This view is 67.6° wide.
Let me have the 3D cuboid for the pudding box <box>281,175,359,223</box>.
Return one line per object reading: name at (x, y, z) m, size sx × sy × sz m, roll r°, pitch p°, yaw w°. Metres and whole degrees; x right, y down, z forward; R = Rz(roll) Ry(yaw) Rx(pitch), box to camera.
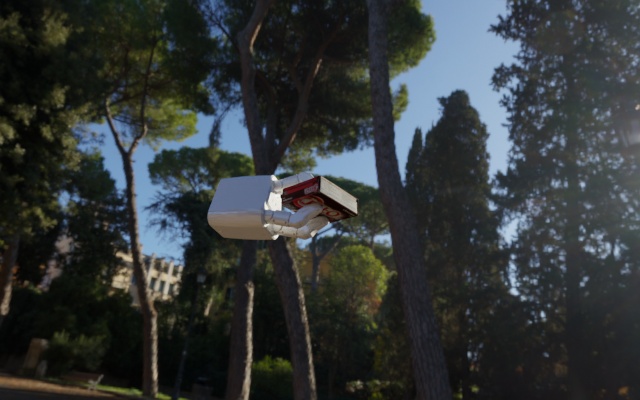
pudding box at (0.000, 0.003, 0.851) m, size 0.090 × 0.039 × 0.113 m, roll -17°, pitch -31°, yaw 38°
